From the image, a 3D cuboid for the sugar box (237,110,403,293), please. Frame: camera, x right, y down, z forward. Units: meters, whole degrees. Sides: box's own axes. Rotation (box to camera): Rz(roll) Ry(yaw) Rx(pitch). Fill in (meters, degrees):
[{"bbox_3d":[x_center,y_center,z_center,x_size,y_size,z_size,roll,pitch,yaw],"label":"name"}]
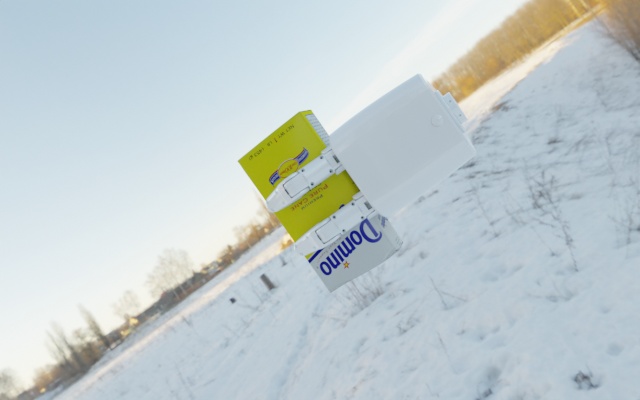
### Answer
[{"bbox_3d":[0.000,0.002,0.512,0.093,0.176,0.048,-35,-1,22],"label":"sugar box"}]
